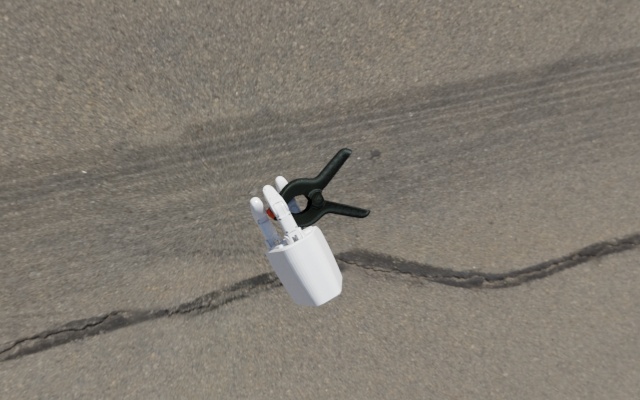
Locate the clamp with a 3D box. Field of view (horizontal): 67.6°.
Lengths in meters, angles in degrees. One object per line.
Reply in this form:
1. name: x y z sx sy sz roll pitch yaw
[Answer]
1. clamp: 0.000 0.003 0.779 0.171 0.120 0.039 -29 6 -10
